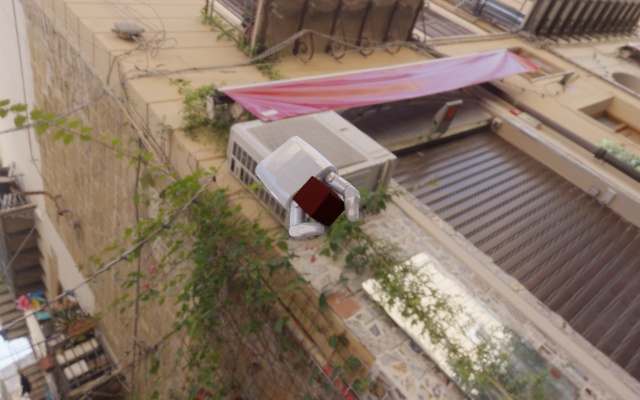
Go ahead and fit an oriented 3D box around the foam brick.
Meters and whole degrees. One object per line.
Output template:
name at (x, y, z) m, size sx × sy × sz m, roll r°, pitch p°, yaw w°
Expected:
foam brick at (0.000, 0.003, 0.804) m, size 0.051 × 0.053 × 0.078 m, roll 45°, pitch 5°, yaw 29°
